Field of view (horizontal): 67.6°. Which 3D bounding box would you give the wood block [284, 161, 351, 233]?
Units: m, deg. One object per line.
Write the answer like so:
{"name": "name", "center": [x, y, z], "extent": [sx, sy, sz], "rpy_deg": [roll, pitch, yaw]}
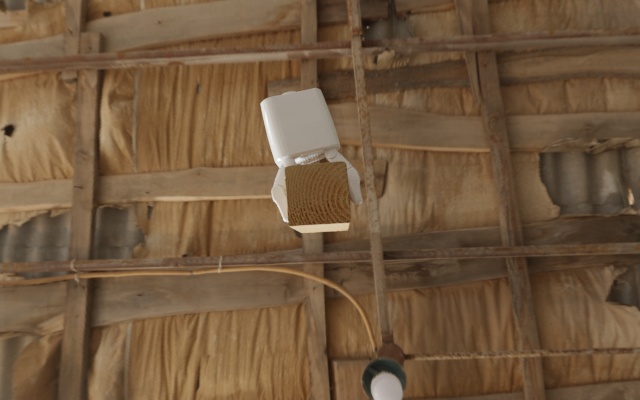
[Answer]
{"name": "wood block", "center": [0.000, 0.002, 0.773], "extent": [0.091, 0.090, 0.206], "rpy_deg": [-4, -6, 2]}
